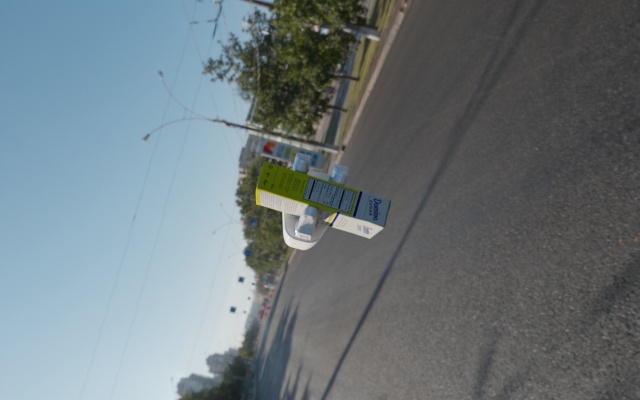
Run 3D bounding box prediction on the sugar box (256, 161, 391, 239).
[{"bbox_3d":[0.000,0.002,0.660,0.176,0.048,0.093,15,-15,-3],"label":"sugar box"}]
